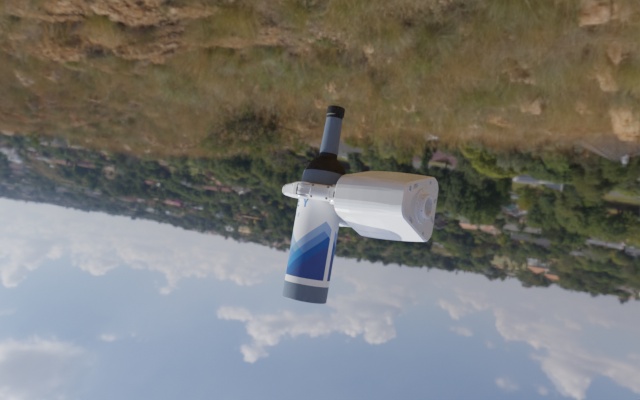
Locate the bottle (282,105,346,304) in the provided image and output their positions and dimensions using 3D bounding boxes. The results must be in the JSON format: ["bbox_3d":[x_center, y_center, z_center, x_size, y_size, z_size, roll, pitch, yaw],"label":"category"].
[{"bbox_3d":[0.000,0.003,0.721,0.069,0.295,0.069,9,-5,1],"label":"bottle"}]
